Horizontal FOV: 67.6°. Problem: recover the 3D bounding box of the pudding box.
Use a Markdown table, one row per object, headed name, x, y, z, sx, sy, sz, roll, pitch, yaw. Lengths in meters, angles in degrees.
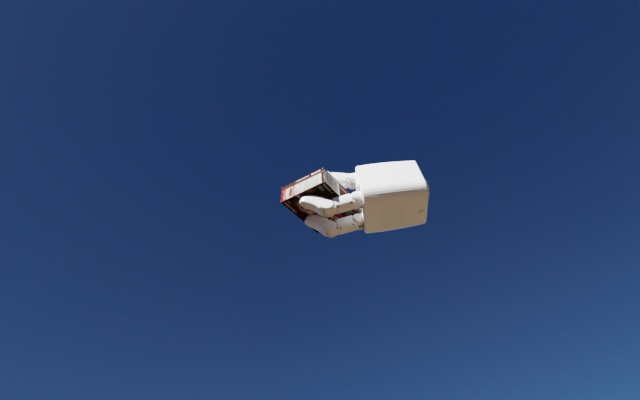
| name | x | y | z | sx | sy | sz | roll | pitch | yaw |
| --- | --- | --- | --- | --- | --- | --- | --- | --- | --- |
| pudding box | 0.000 | 0.003 | 0.819 | 0.090 | 0.039 | 0.113 | -25 | -47 | 24 |
